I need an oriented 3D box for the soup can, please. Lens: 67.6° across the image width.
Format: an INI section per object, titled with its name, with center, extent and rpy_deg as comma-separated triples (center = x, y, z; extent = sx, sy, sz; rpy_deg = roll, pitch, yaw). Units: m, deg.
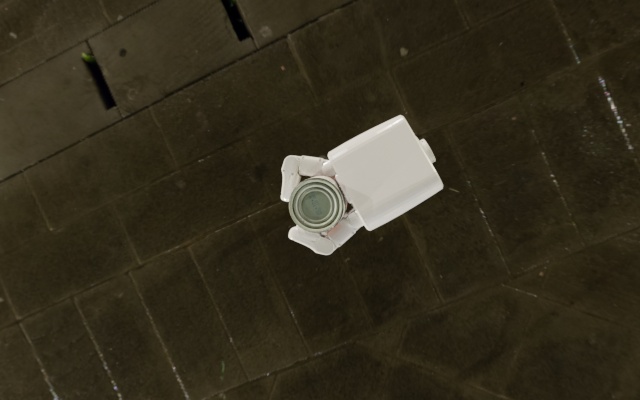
[soup can]
center = 0.000, 0.002, 0.612
extent = 0.068, 0.068, 0.102
rpy_deg = 0, 5, 6
